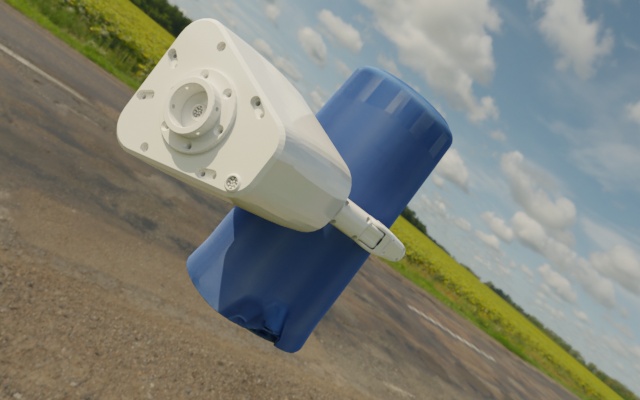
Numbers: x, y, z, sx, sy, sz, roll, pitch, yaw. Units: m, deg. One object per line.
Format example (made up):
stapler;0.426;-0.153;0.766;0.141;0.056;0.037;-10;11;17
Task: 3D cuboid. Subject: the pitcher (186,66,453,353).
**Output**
pitcher;0.000;0.001;0.443;0.149;0.243;0.145;41;5;25
